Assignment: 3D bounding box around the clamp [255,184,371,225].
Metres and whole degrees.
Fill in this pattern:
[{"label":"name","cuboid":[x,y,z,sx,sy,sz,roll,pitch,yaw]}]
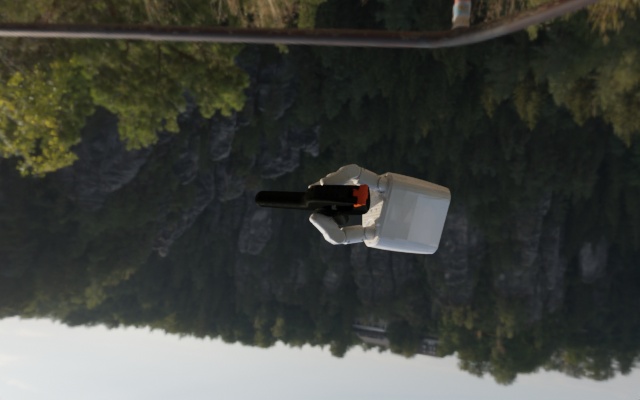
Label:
[{"label":"clamp","cuboid":[0.000,0.003,0.697,0.164,0.036,0.210,11,-11,-18]}]
